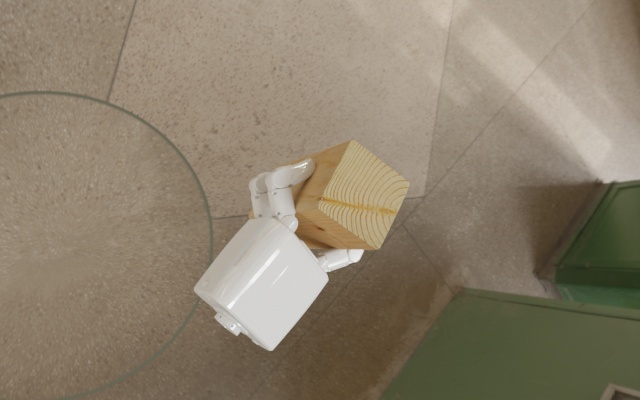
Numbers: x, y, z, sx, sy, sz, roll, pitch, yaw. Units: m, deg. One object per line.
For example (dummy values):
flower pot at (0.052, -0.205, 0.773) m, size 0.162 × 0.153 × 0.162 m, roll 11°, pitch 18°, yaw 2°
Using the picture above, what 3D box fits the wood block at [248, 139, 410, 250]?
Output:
wood block at (0.000, 0.002, 0.596) m, size 0.091 × 0.090 × 0.206 m, roll 35°, pitch -19°, yaw -21°
